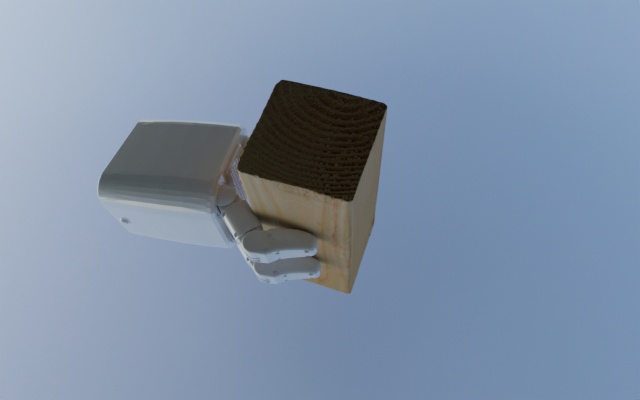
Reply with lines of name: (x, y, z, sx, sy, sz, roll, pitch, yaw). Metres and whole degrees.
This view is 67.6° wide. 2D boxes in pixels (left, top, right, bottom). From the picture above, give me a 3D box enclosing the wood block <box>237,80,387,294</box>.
wood block: (0.000, 0.001, 0.435, 0.090, 0.090, 0.206, 16, -26, 11)
